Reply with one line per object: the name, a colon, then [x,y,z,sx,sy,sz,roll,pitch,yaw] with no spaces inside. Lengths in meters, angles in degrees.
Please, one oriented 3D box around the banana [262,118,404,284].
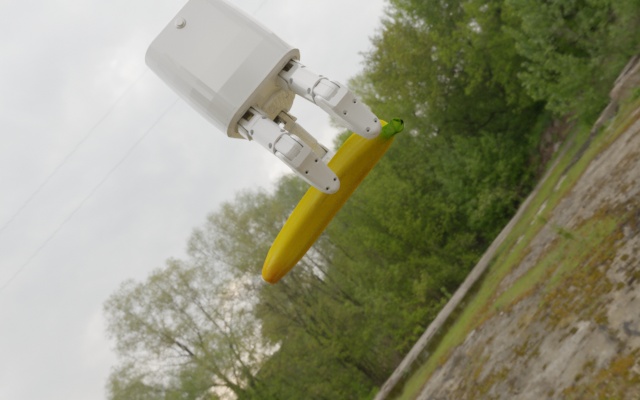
banana: [0.007,-0.006,0.448,0.037,0.198,0.069,38,20,3]
